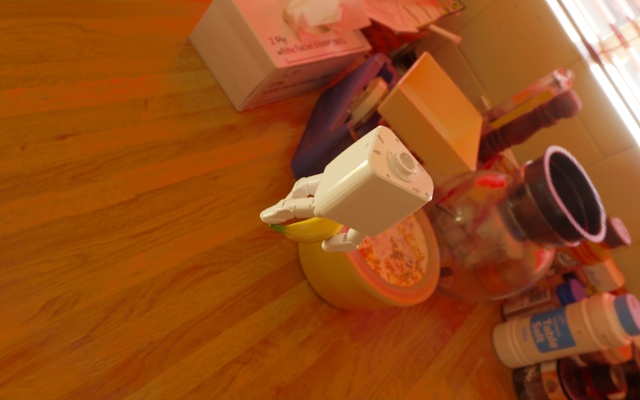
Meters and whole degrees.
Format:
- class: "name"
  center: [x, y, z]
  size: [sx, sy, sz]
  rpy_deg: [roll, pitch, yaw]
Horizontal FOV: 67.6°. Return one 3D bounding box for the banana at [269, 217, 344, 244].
- class: "banana"
  center: [0.009, 0.018, 0.733]
  size: [0.197, 0.069, 0.037]
  rpy_deg: [-32, -6, -48]
